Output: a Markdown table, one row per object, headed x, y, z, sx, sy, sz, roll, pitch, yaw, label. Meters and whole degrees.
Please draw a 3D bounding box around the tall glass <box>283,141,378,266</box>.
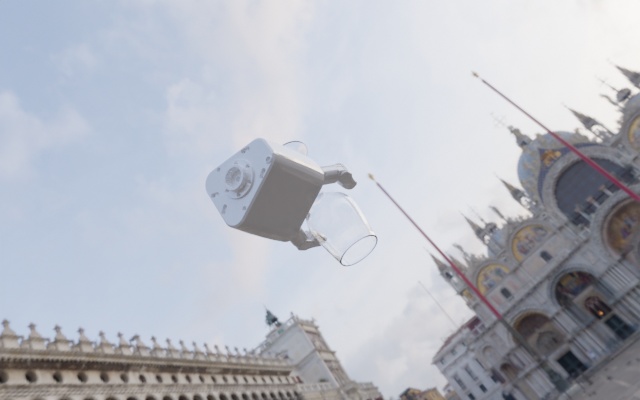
| x | y | z | sx | sy | sz | roll | pitch | yaw | label |
| --- | --- | --- | --- | --- | --- | --- | --- | --- | --- |
| 0.000 | 0.002 | 0.700 | 0.079 | 0.079 | 0.201 | 0 | 42 | -46 | tall glass |
